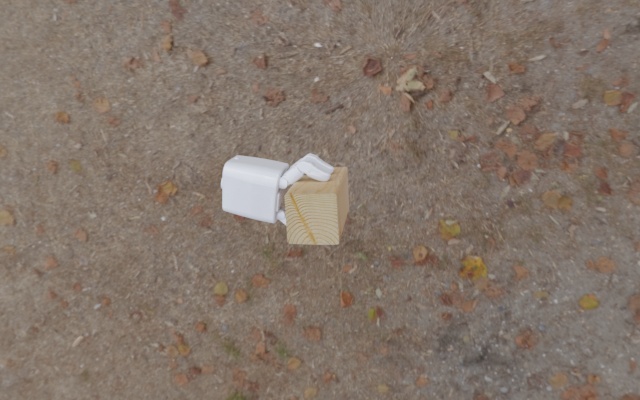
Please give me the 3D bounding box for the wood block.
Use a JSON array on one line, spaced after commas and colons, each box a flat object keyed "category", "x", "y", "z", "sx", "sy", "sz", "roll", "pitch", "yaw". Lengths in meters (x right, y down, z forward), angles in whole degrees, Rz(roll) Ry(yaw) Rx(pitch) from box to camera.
[{"category": "wood block", "x": 0.000, "y": 0.003, "z": 0.885, "sx": 0.090, "sy": 0.091, "sz": 0.206, "roll": 0, "pitch": 16, "yaw": 9}]
